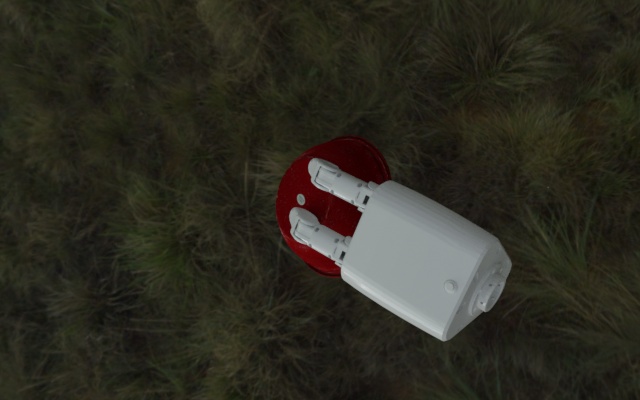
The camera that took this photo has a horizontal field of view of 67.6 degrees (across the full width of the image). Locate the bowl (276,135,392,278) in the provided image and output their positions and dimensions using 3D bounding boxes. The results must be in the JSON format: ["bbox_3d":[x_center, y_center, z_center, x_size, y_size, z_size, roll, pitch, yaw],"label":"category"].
[{"bbox_3d":[-0.001,0.001,0.522,0.055,0.162,0.162,11,-8,-41],"label":"bowl"}]
